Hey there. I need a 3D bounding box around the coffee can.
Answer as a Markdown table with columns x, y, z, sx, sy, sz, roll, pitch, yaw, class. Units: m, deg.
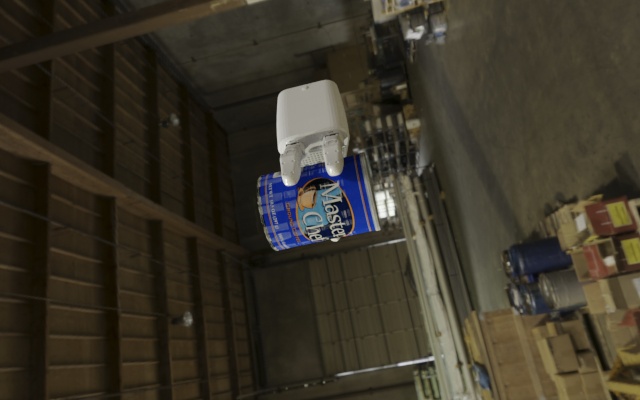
| x | y | z | sx | sy | sz | roll | pitch | yaw | class |
| --- | --- | --- | --- | --- | --- | --- | --- | --- | --- |
| 0.000 | 0.002 | 0.623 | 0.140 | 0.103 | 0.103 | -12 | -2 | 7 | coffee can |
